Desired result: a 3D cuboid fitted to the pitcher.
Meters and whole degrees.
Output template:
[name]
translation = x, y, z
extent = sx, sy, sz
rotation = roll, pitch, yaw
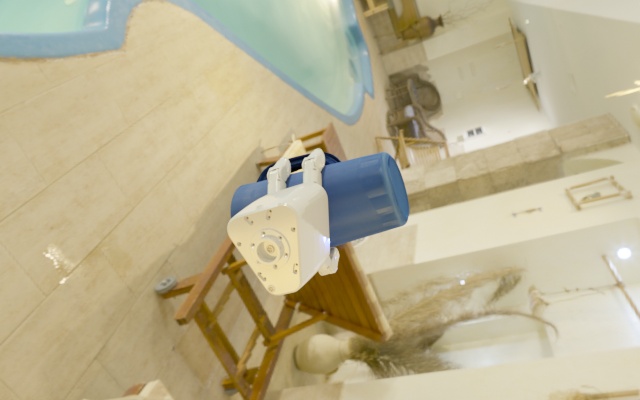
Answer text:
[pitcher]
translation = 0.000, 0.002, 0.711
extent = 0.243, 0.149, 0.145
rotation = -15, 8, 20
